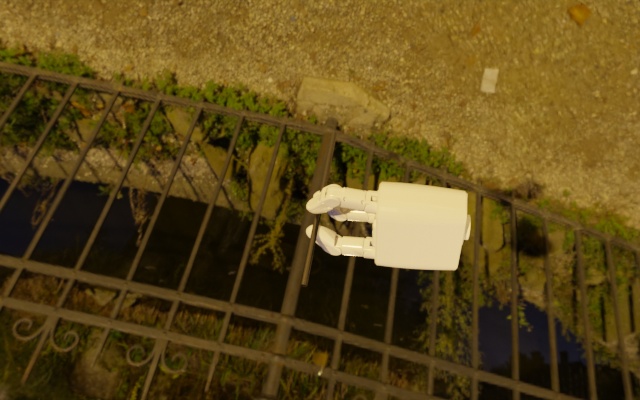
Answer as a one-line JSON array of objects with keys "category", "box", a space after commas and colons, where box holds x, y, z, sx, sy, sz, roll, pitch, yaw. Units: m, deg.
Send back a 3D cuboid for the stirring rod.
[{"category": "stirring rod", "box": [0.000, 0.002, 0.635, 0.011, 0.239, 0.011, 8, -32, 5]}]
